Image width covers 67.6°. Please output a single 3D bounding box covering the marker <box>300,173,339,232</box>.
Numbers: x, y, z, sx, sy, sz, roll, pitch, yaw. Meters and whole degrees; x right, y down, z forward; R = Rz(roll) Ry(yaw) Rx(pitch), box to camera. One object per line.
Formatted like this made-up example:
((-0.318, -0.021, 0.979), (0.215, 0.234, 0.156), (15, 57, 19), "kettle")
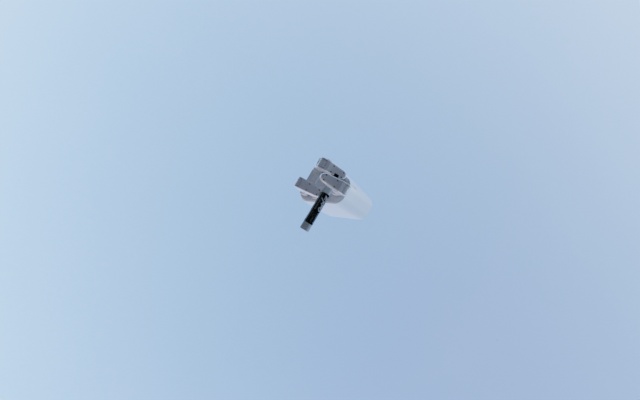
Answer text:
((0.000, 0.003, 0.890), (0.020, 0.121, 0.020), (31, -3, 2), "marker")
